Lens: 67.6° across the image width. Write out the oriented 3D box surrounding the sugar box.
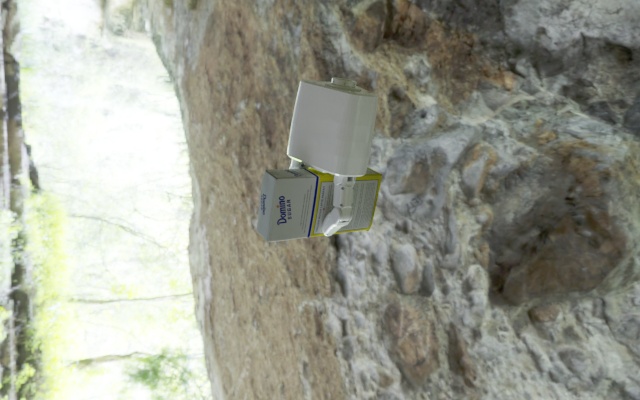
[{"bbox_3d":[0.000,0.002,0.677,0.176,0.093,0.048,-2,22,-31],"label":"sugar box"}]
